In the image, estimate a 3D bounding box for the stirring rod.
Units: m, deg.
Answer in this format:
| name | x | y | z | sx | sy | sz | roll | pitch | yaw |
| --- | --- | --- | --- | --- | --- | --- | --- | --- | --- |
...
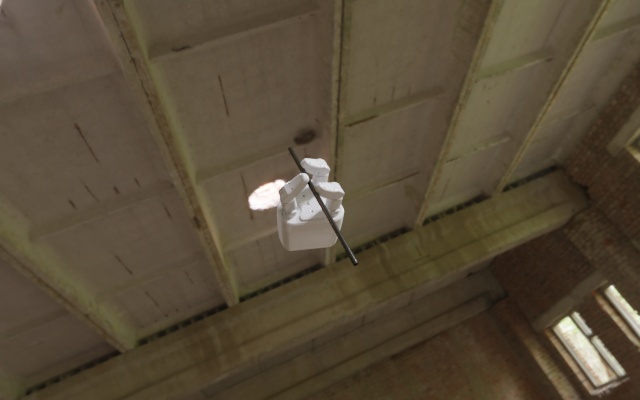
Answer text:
| name | x | y | z | sx | sy | sz | roll | pitch | yaw |
| --- | --- | --- | --- | --- | --- | --- | --- | --- | --- |
| stirring rod | 0.000 | 0.003 | 0.759 | 0.011 | 0.239 | 0.011 | -22 | -30 | -13 |
